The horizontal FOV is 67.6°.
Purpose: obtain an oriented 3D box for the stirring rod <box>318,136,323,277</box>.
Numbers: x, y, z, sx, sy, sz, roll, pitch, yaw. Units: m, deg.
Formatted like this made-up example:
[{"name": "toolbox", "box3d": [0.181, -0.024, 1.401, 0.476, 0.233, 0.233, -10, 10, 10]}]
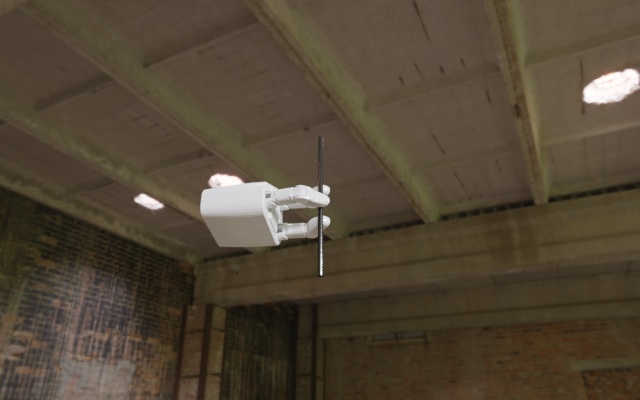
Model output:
[{"name": "stirring rod", "box3d": [0.000, 0.003, 0.753, 0.011, 0.239, 0.011, 0, -25, 0]}]
